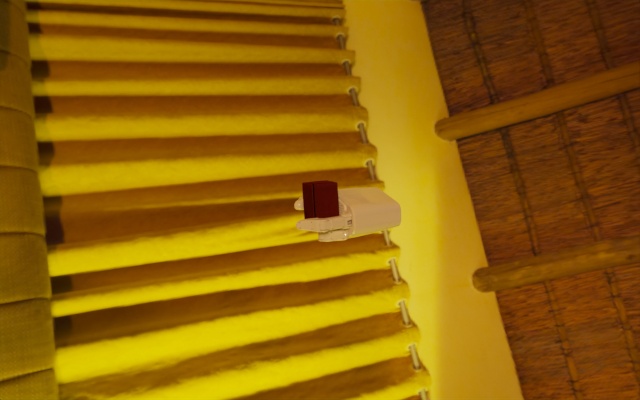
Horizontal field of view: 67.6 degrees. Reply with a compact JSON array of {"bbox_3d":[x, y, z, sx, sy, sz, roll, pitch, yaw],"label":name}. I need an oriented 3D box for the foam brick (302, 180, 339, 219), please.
[{"bbox_3d":[0.000,0.003,0.893,0.051,0.078,0.053,-7,10,-23],"label":"foam brick"}]
